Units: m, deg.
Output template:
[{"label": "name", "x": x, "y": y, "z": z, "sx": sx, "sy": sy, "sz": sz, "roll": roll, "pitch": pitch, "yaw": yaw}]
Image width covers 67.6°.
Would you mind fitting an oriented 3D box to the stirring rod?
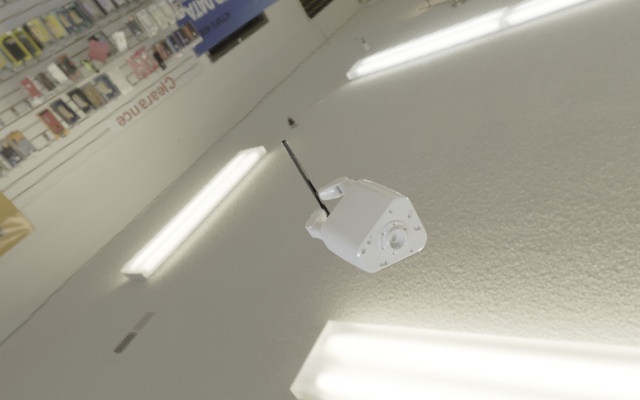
[{"label": "stirring rod", "x": 0.000, "y": 0.003, "z": 0.779, "sx": 0.011, "sy": 0.240, "sz": 0.011, "roll": -25, "pitch": 26, "yaw": 13}]
